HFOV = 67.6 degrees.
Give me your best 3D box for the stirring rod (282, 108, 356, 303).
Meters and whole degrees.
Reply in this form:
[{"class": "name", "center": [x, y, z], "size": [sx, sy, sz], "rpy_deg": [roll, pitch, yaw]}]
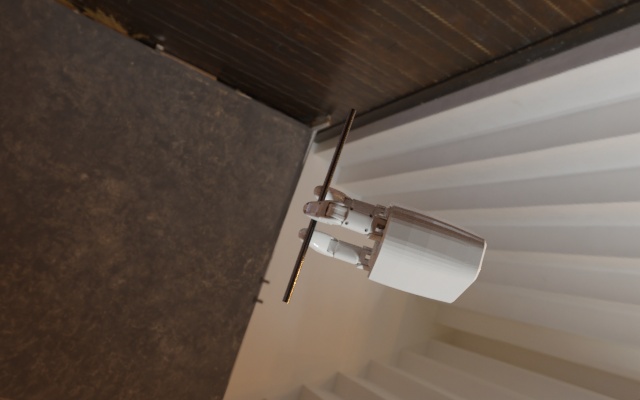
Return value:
[{"class": "stirring rod", "center": [0.000, 0.002, 0.553], "size": [0.011, 0.239, 0.011], "rpy_deg": [19, -11, 4]}]
